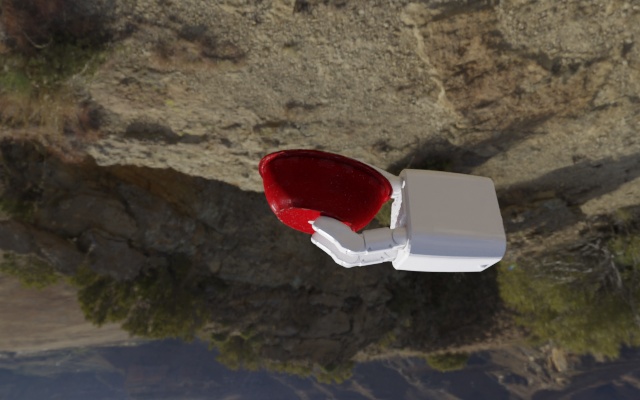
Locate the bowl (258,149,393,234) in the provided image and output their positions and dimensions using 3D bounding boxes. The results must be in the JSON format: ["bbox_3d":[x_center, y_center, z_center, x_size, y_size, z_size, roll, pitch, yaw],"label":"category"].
[{"bbox_3d":[-0.001,0.002,0.556,0.162,0.055,0.162,11,-20,4],"label":"bowl"}]
